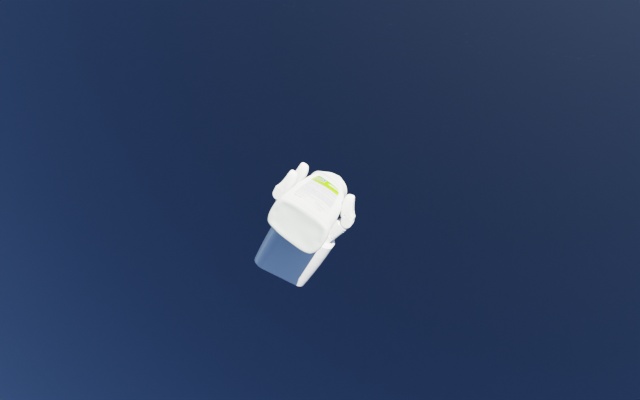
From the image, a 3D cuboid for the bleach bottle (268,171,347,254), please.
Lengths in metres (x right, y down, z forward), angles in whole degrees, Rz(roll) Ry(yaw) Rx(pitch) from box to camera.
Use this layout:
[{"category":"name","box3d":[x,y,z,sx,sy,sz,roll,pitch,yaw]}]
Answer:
[{"category":"bleach bottle","box3d":[0.000,0.003,0.845,0.102,0.068,0.250,36,24,5]}]
